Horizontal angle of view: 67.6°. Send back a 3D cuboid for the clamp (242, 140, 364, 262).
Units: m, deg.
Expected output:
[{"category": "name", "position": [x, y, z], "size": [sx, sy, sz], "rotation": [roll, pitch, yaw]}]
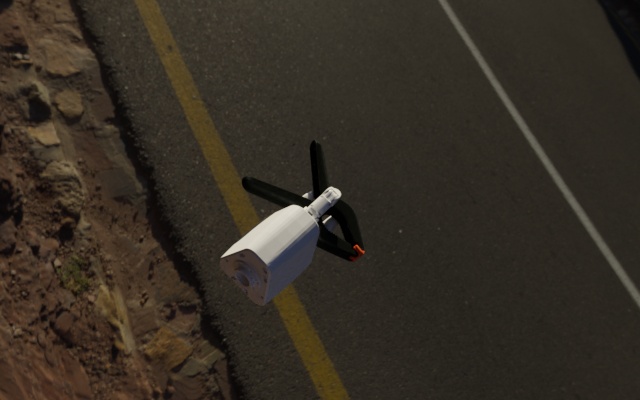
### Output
[{"category": "clamp", "position": [0.001, 0.003, 0.758], "size": [0.164, 0.210, 0.036], "rotation": [-42, -5, -36]}]
